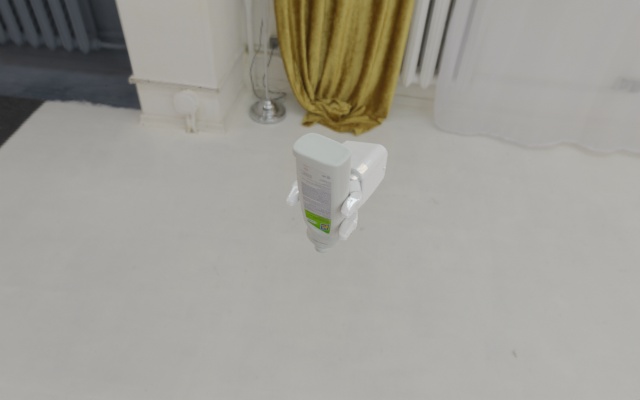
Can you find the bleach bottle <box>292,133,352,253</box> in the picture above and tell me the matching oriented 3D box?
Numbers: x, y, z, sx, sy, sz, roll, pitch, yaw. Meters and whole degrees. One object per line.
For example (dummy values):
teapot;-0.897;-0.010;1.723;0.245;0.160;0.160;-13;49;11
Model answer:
bleach bottle;0.000;0.003;0.887;0.102;0.251;0.068;26;48;22
